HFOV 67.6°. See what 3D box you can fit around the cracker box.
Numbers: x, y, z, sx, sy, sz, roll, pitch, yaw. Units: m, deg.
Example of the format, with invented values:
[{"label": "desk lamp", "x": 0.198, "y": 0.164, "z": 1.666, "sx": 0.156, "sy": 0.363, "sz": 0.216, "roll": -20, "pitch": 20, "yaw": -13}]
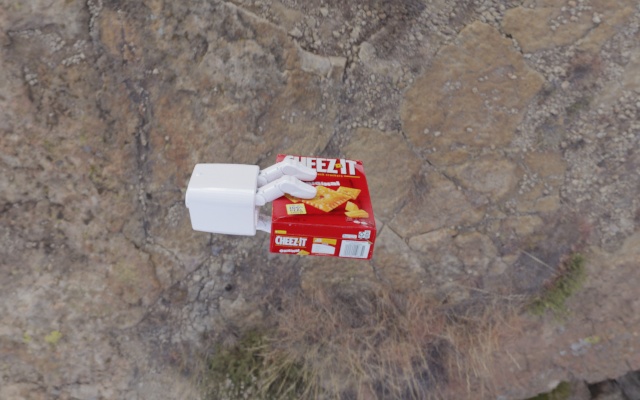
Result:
[{"label": "cracker box", "x": 0.000, "y": 0.003, "z": 0.814, "sx": 0.164, "sy": 0.072, "sz": 0.213, "roll": 4, "pitch": 35, "yaw": -5}]
